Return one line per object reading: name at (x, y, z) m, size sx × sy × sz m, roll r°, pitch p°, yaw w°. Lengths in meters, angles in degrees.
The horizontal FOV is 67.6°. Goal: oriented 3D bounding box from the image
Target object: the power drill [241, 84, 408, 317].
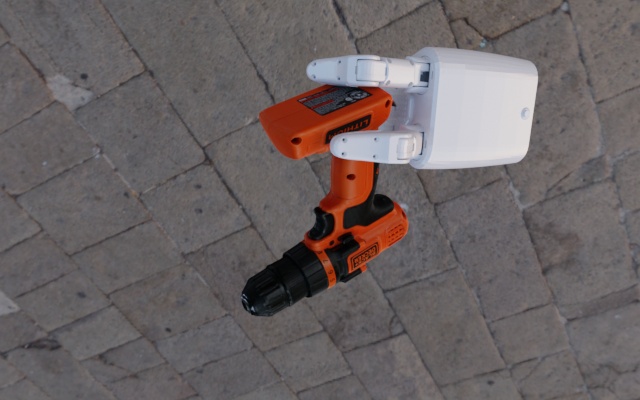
power drill at (0.000, 0.001, 0.417) m, size 0.184 × 0.188 × 0.057 m, roll -29°, pitch 45°, yaw -25°
